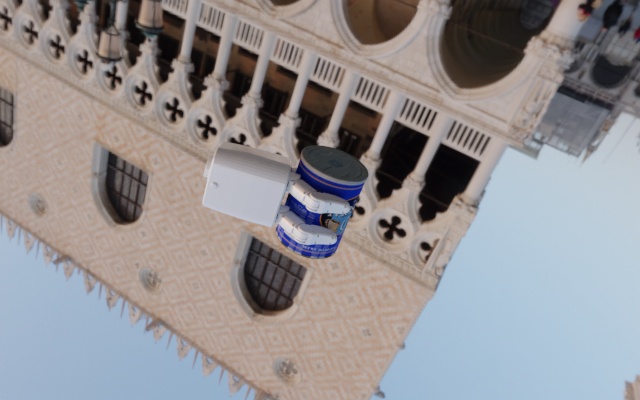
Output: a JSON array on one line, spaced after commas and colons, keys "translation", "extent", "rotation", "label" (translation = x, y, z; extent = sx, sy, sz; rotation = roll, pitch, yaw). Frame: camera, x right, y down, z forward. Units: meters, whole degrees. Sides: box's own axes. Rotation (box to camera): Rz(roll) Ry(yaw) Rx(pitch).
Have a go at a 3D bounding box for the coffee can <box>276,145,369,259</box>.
[{"translation": [0.000, 0.002, 0.721], "extent": [0.103, 0.140, 0.102], "rotation": [16, 29, -9], "label": "coffee can"}]
